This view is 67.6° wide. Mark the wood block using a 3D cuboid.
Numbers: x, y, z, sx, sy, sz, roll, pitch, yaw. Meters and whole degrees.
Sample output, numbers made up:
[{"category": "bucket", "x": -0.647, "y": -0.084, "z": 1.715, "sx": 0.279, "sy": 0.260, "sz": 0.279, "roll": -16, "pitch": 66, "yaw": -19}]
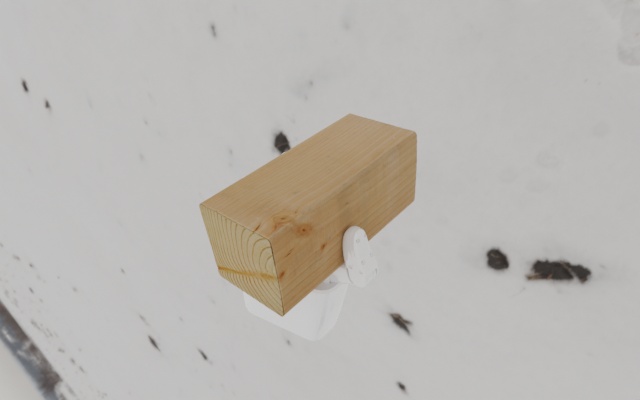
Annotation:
[{"category": "wood block", "x": 0.000, "y": 0.002, "z": 0.467, "sx": 0.091, "sy": 0.090, "sz": 0.206, "roll": 24, "pitch": 45, "yaw": 35}]
